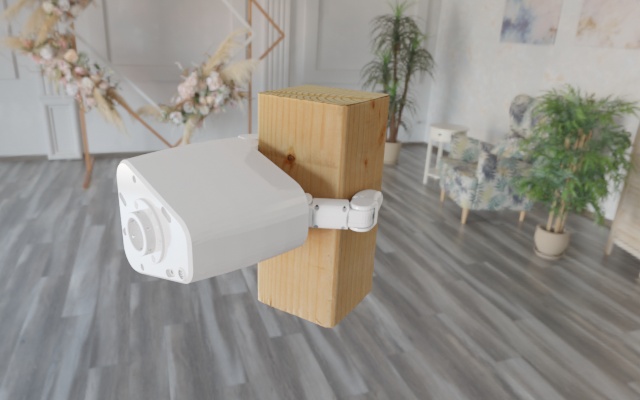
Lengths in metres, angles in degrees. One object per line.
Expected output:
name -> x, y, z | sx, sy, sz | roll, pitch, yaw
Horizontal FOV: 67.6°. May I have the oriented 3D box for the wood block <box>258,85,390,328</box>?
wood block -> 0.000, 0.002, 0.459 | 0.091, 0.206, 0.090 | 14, 23, 28
